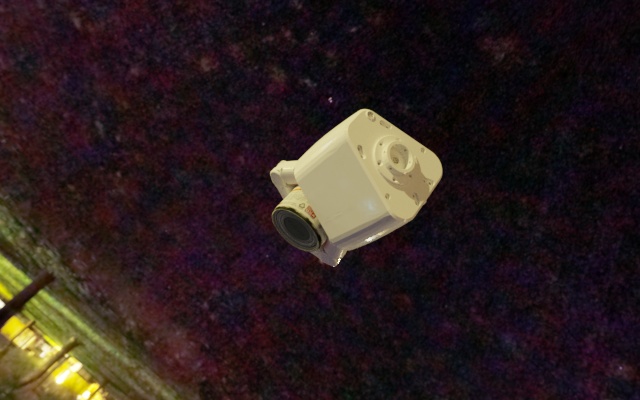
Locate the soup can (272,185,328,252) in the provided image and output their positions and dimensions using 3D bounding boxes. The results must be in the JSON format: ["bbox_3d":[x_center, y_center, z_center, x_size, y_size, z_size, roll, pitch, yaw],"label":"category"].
[{"bbox_3d":[0.000,0.002,0.555,0.068,0.068,0.102,0,39,46],"label":"soup can"}]
